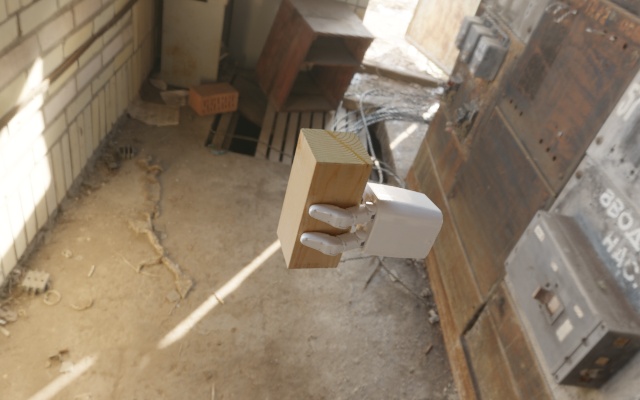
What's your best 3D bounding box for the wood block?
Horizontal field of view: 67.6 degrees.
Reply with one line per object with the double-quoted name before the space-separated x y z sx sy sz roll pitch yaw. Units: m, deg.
"wood block" 0.000 0.002 0.742 0.090 0.206 0.090 1 38 -20
